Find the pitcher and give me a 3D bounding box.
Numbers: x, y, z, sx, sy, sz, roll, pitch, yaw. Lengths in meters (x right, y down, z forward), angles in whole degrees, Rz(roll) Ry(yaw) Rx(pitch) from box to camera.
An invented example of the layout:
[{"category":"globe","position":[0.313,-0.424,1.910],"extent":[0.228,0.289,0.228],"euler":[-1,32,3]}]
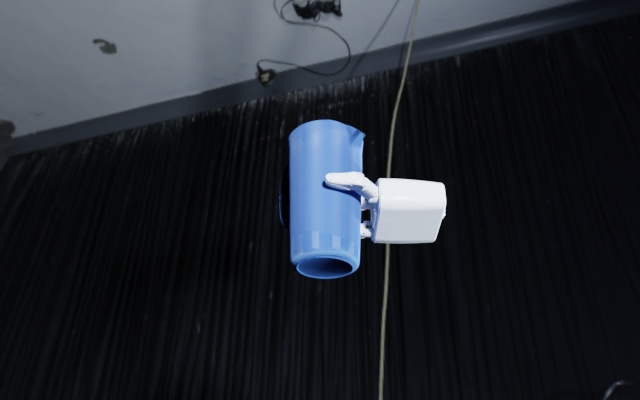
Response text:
[{"category":"pitcher","position":[0.000,0.003,0.793],"extent":[0.145,0.242,0.149],"euler":[3,-30,-2]}]
